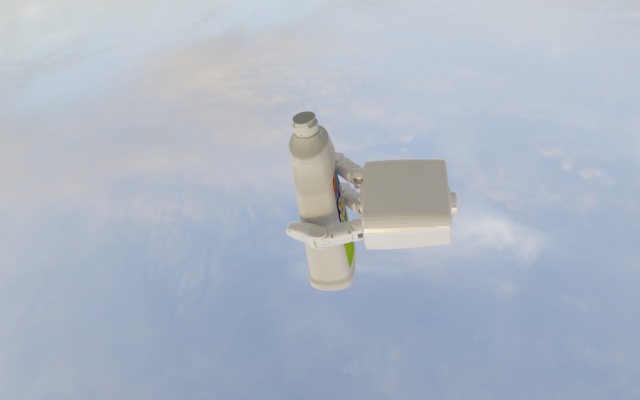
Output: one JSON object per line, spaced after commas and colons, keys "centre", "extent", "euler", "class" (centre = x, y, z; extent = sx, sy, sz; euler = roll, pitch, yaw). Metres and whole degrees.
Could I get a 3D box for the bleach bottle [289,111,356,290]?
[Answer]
{"centre": [0.000, 0.002, 0.637], "extent": [0.068, 0.251, 0.102], "euler": [-3, 40, 11], "class": "bleach bottle"}
